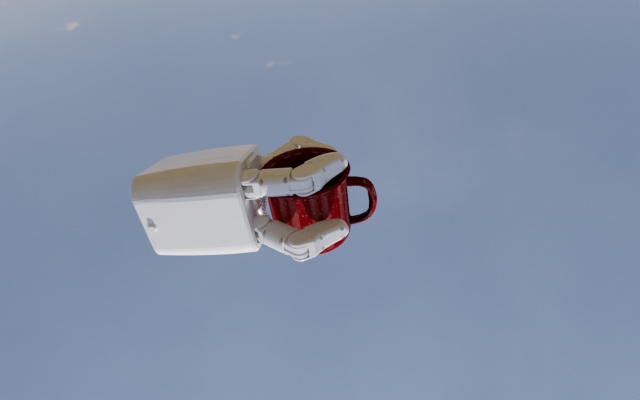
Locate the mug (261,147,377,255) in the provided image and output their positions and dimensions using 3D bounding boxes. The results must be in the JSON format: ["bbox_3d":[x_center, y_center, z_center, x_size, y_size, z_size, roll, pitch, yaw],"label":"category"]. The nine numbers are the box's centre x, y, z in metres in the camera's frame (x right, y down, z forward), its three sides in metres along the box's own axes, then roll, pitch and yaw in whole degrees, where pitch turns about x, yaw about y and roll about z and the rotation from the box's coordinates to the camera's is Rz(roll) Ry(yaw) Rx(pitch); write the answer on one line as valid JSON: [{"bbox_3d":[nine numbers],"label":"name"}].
[{"bbox_3d":[0.002,0.002,0.496,0.117,0.082,0.093,-4,36,7],"label":"mug"}]
